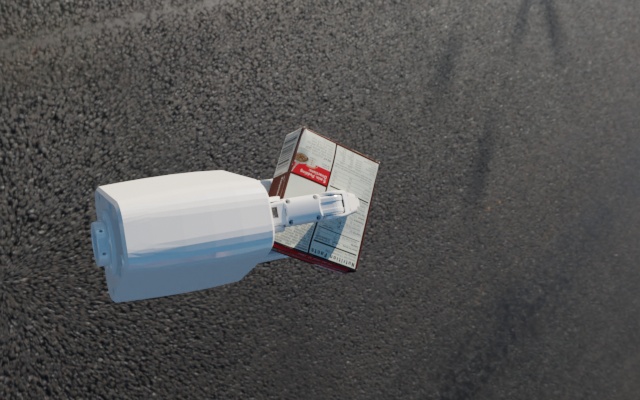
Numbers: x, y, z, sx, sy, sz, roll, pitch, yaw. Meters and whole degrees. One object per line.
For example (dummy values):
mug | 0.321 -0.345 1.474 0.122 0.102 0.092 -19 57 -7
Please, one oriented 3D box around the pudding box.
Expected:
pudding box | 0.000 0.001 0.437 0.090 0.113 0.039 23 -18 -24
